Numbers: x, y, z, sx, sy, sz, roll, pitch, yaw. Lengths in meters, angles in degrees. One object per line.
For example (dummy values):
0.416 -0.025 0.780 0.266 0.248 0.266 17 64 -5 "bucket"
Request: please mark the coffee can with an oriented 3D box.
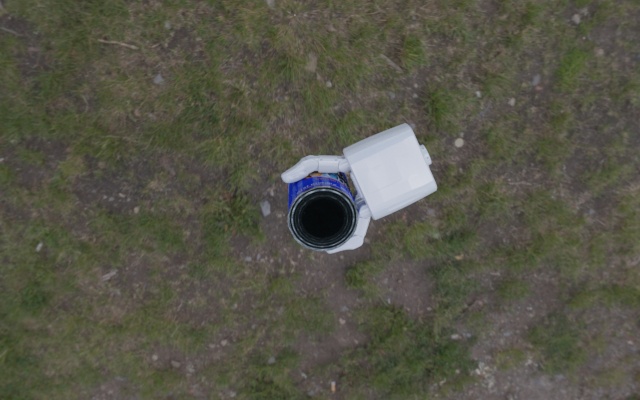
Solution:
0.000 0.002 0.748 0.103 0.103 0.140 0 21 -3 "coffee can"
